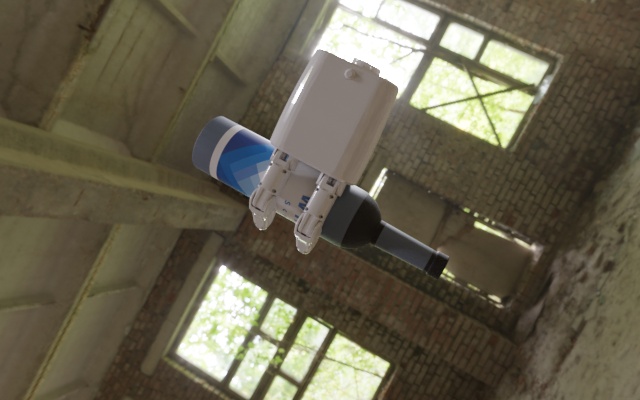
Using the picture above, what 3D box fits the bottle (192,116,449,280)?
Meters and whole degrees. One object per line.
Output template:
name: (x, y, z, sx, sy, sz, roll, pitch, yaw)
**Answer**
bottle: (0.000, 0.002, 0.521, 0.295, 0.069, 0.069, 28, 6, 11)
